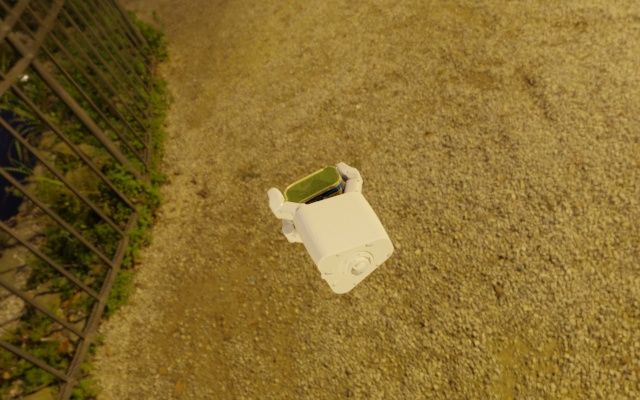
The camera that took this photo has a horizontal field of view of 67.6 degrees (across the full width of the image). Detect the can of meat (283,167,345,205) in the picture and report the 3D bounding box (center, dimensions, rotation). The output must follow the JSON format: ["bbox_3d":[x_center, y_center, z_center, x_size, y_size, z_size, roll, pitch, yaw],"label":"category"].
[{"bbox_3d":[0.000,0.002,0.777,0.102,0.084,0.057,-27,42,2],"label":"can of meat"}]
